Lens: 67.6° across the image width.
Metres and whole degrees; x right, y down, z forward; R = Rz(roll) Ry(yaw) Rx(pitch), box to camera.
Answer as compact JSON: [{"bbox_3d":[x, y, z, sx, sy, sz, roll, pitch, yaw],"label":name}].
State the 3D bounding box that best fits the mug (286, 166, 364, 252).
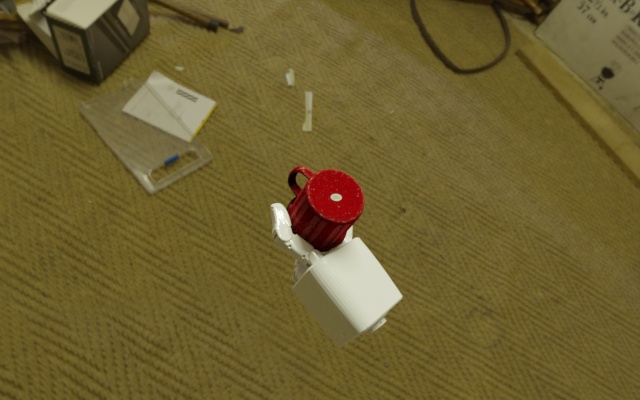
[{"bbox_3d":[-0.001,0.001,0.640,0.093,0.117,0.081,-32,-13,-32],"label":"mug"}]
